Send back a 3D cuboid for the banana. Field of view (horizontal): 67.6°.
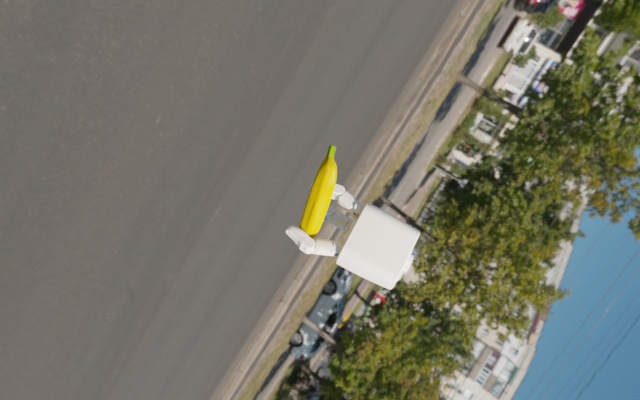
[{"bbox_3d":[-0.004,0.008,0.806,0.037,0.198,0.069,23,31,6],"label":"banana"}]
